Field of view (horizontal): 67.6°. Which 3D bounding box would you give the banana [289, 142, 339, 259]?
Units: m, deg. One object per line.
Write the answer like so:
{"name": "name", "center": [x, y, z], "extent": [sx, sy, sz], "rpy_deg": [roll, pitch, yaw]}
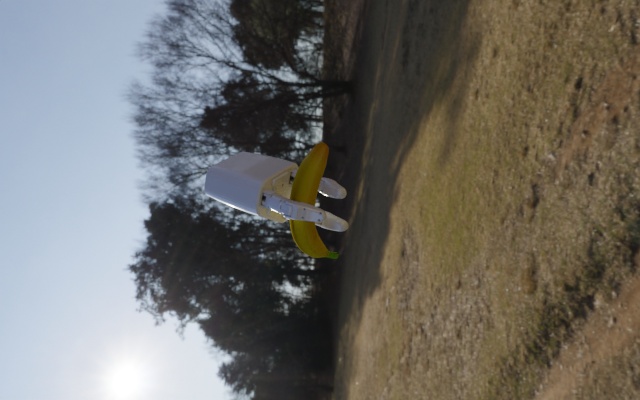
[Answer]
{"name": "banana", "center": [-0.015, 0.012, 0.702], "extent": [0.069, 0.198, 0.037], "rpy_deg": [-22, 35, -27]}
